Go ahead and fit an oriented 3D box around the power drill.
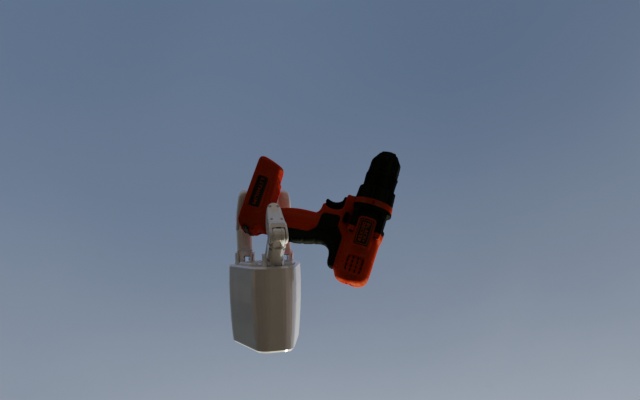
[{"bbox_3d":[0.000,0.002,0.629,0.187,0.184,0.057,16,-15,10],"label":"power drill"}]
